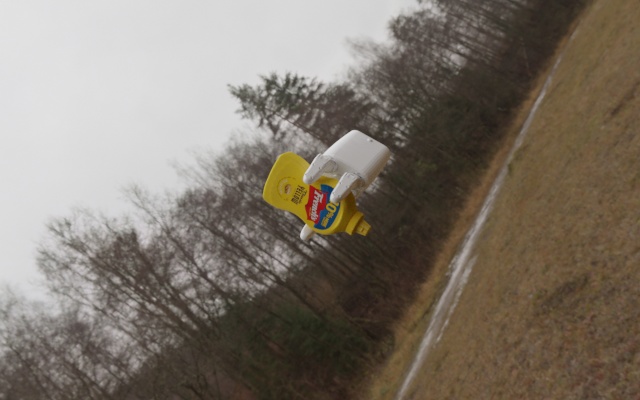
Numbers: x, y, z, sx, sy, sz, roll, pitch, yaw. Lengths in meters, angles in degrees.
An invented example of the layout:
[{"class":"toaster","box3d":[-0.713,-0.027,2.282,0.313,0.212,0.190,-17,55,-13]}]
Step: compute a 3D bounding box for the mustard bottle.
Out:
[{"class":"mustard bottle","box3d":[0.000,0.003,0.808,0.191,0.096,0.058,31,21,13]}]
